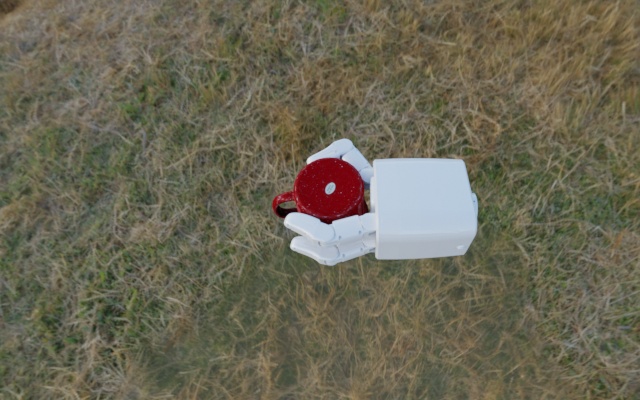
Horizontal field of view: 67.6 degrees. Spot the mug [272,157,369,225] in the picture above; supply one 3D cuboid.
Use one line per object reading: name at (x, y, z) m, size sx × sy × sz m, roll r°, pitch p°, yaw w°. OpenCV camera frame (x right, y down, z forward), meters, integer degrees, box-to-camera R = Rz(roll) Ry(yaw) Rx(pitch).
mug at (-0.001, 0.002, 0.575) m, size 0.117 × 0.093 × 0.081 m, roll -3°, pitch -26°, yaw 4°
